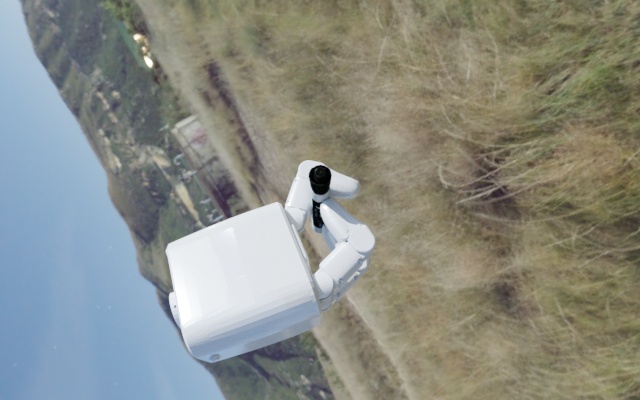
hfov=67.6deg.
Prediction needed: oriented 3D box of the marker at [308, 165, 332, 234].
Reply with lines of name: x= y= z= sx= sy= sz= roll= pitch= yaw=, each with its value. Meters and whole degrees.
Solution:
marker: x=0.000 y=0.001 z=0.432 sx=0.020 sy=0.020 sz=0.121 roll=0 pitch=-23 yaw=0
